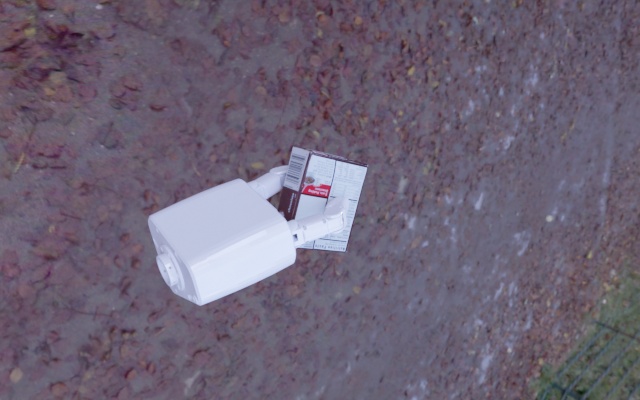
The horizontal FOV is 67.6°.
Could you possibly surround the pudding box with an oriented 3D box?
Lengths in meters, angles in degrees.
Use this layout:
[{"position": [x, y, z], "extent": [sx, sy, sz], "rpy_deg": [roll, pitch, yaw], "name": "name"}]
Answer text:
[{"position": [0.000, 0.002, 0.552], "extent": [0.090, 0.113, 0.039], "rpy_deg": [9, 10, -39], "name": "pudding box"}]
